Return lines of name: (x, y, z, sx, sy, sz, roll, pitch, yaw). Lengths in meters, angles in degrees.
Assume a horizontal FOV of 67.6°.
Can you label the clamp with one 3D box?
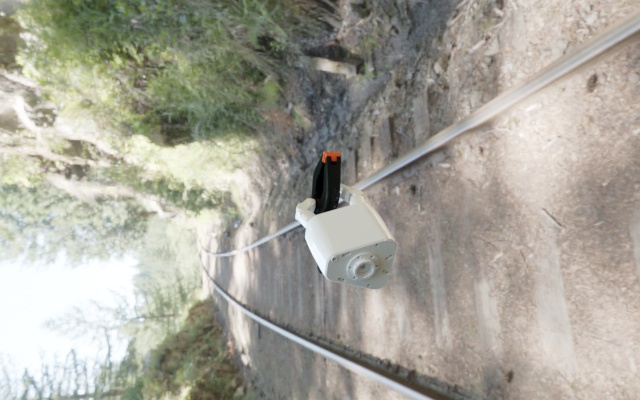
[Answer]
clamp: (-0.001, 0.002, 0.859, 0.036, 0.210, 0.164, -1, 28, -18)
